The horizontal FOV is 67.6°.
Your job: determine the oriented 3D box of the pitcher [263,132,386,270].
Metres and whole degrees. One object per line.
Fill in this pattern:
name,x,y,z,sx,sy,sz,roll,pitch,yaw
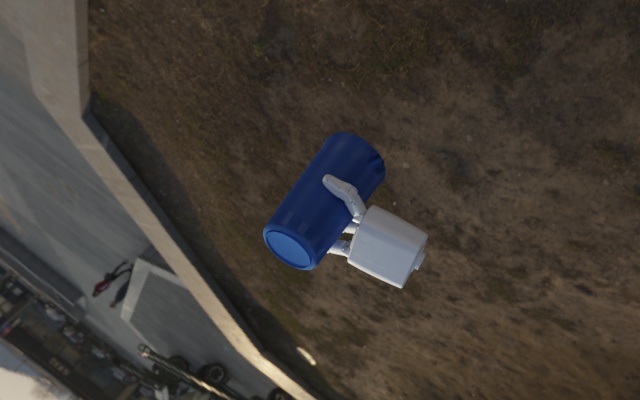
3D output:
pitcher,0.000,0.003,0.853,0.145,0.242,0.149,28,-34,14
